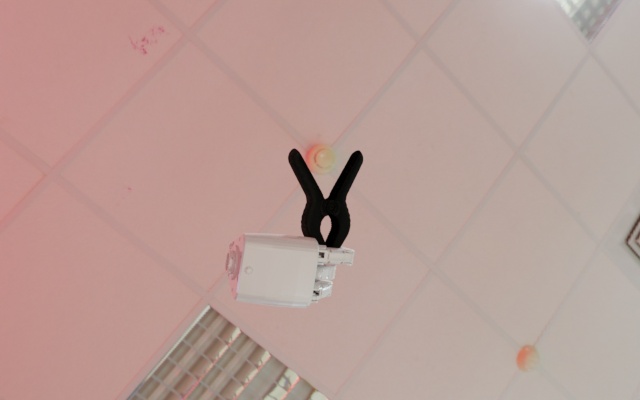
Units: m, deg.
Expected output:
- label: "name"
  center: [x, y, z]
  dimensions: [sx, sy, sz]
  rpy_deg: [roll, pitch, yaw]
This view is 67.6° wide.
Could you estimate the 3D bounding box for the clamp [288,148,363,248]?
- label: "clamp"
  center: [0.000, 0.002, 0.700]
  dimensions: [0.120, 0.171, 0.039]
  rpy_deg: [8, -2, -22]
